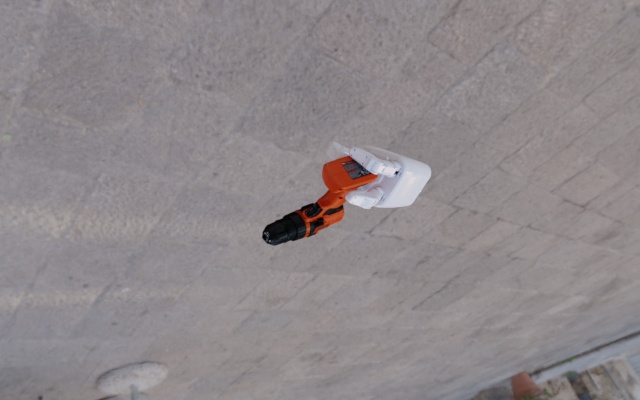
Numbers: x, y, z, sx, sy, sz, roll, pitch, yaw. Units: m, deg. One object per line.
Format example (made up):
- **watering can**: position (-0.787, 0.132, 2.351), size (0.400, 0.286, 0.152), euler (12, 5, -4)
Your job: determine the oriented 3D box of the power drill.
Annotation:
- **power drill**: position (0.001, 0.002, 0.827), size (0.184, 0.057, 0.188), euler (-22, -18, -41)
